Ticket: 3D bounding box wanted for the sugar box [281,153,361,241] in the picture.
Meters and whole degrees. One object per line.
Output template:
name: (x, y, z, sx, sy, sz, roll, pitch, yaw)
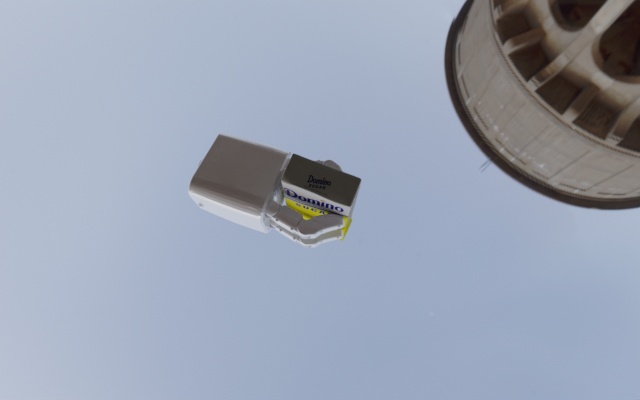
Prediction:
sugar box: (0.000, 0.003, 0.652, 0.093, 0.048, 0.176, 21, -15, 7)
